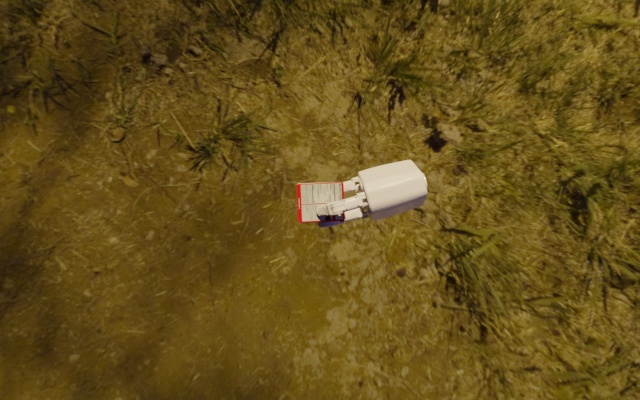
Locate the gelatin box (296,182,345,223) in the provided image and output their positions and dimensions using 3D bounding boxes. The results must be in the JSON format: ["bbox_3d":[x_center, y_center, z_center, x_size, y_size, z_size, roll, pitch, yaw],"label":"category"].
[{"bbox_3d":[0.000,0.003,0.892,0.089,0.073,0.030,-3,4,-2],"label":"gelatin box"}]
